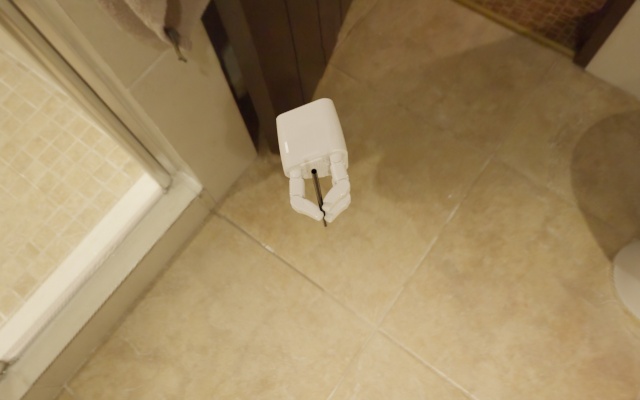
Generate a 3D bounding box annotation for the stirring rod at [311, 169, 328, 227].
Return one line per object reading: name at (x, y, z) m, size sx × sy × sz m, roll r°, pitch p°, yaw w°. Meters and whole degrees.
stirring rod at (0.000, 0.002, 0.746) m, size 0.011 × 0.011 × 0.240 m, roll 0°, pitch -20°, yaw 4°
